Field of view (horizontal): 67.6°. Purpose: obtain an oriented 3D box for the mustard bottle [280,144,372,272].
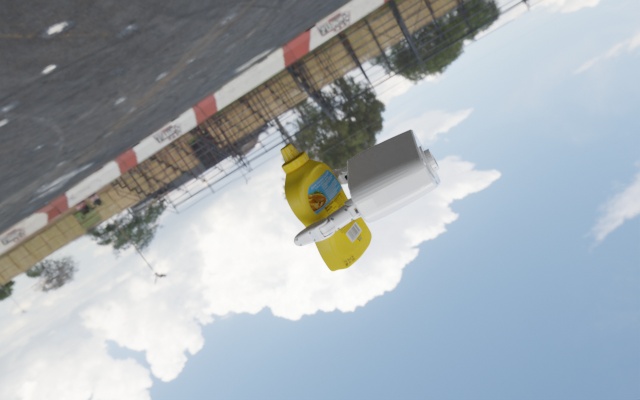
[{"bbox_3d":[0.000,0.003,0.697,0.058,0.192,0.096,-19,19,43],"label":"mustard bottle"}]
